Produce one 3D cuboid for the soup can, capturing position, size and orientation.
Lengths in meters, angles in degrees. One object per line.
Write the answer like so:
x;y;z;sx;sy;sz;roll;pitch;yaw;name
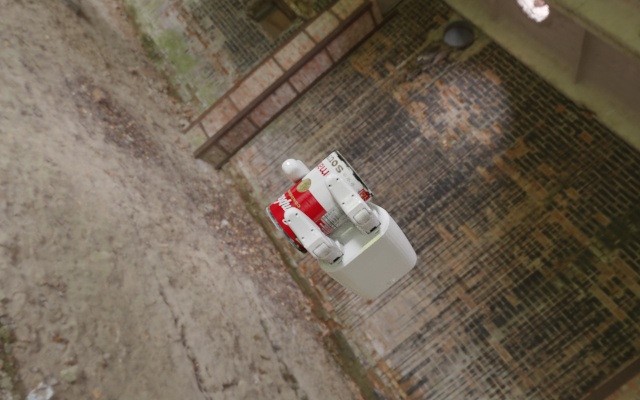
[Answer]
0.000;0.001;0.534;0.102;0.068;0.068;-40;-4;5;soup can
